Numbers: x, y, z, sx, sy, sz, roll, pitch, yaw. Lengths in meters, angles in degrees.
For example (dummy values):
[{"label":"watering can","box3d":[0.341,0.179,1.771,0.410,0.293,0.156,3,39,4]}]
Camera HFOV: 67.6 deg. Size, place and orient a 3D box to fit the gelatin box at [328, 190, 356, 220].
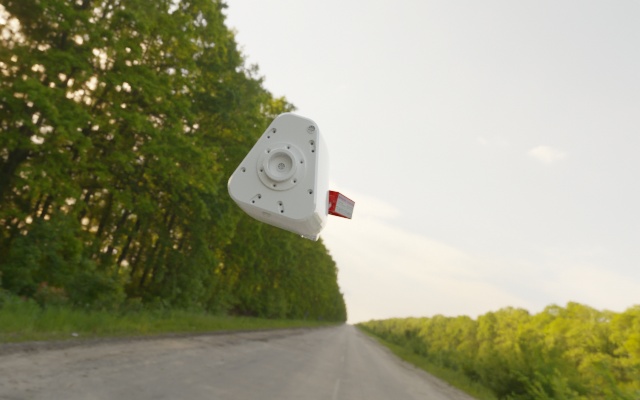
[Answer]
[{"label":"gelatin box","box3d":[0.000,0.002,0.646,0.073,0.030,0.089,12,-4,20]}]
